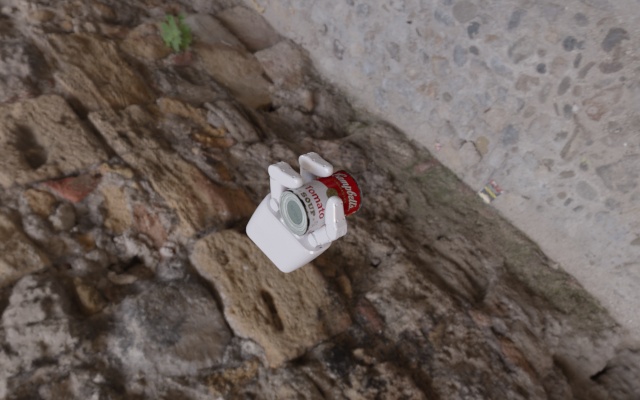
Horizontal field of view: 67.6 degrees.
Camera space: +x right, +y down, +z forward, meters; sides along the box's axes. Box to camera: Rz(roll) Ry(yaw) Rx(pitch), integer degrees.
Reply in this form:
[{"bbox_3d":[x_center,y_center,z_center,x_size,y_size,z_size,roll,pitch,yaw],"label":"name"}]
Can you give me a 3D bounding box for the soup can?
[{"bbox_3d":[0.000,0.002,0.681,0.102,0.068,0.068,-22,13,-34],"label":"soup can"}]
